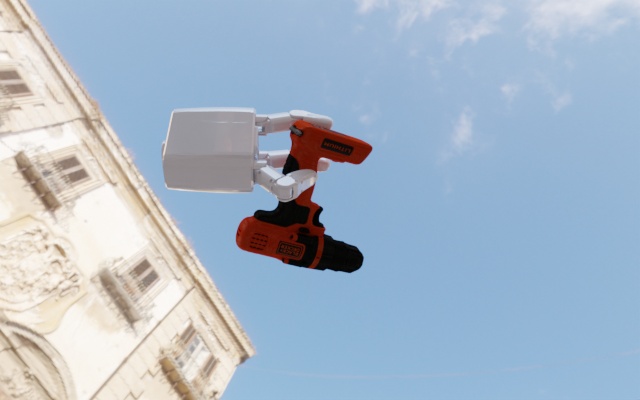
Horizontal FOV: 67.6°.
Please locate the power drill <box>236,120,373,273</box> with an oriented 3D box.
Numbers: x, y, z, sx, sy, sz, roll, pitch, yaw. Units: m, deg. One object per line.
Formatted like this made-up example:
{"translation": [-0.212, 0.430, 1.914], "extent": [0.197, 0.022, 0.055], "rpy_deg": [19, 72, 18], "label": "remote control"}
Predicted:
{"translation": [0.000, 0.002, 0.629], "extent": [0.184, 0.188, 0.057], "rpy_deg": [16, 11, -24], "label": "power drill"}
